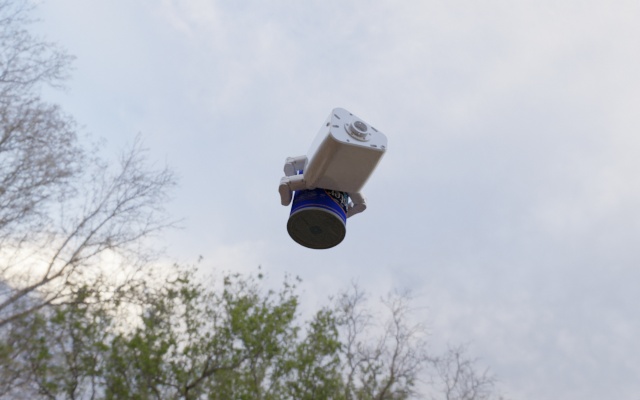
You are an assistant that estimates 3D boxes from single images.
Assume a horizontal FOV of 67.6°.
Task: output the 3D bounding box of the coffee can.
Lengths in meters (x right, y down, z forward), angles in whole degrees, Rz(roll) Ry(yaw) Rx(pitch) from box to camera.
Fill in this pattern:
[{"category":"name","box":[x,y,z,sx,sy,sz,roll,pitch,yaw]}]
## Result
[{"category":"coffee can","box":[0.000,0.003,0.860,0.103,0.103,0.140,5,45,5]}]
